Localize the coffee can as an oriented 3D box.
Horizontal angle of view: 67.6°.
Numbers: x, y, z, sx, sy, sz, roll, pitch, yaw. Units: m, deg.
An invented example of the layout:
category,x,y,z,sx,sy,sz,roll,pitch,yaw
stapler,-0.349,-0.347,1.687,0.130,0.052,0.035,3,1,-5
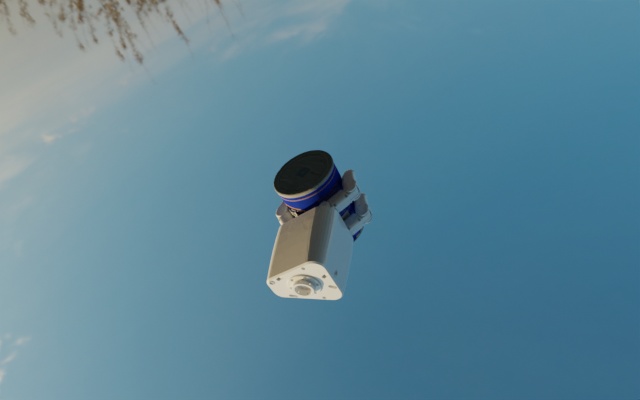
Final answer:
category,x,y,z,sx,sy,sz,roll,pitch,yaw
coffee can,0.000,0.002,0.787,0.103,0.102,0.140,0,-43,34
